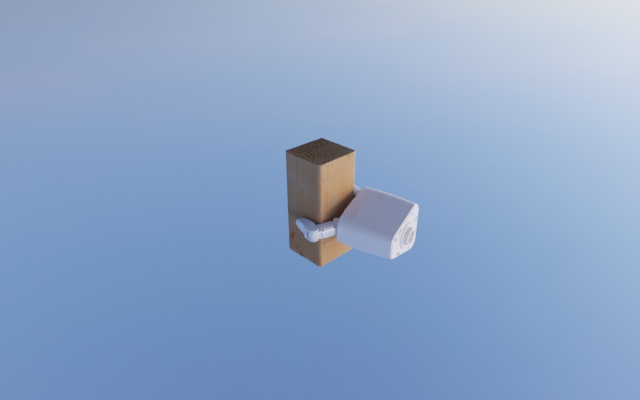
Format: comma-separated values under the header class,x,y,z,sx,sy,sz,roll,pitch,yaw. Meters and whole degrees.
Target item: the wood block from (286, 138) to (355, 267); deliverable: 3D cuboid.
class,x,y,z,sx,sy,sz,roll,pitch,yaw
wood block,0.000,0.003,0.876,0.091,0.206,0.090,-25,38,-37
